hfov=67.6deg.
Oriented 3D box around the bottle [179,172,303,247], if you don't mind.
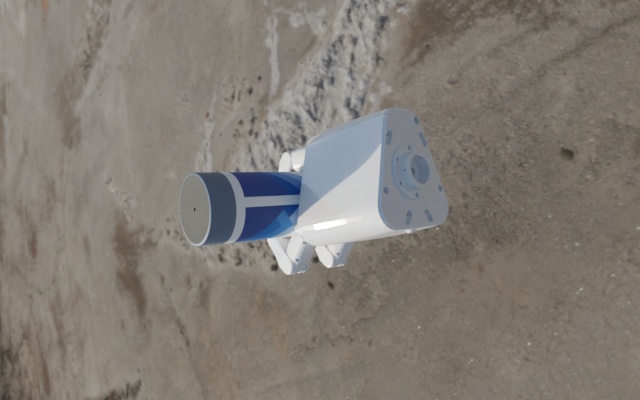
[{"bbox_3d":[0.000,0.002,0.520,0.296,0.069,0.069,-3,2,-40],"label":"bottle"}]
